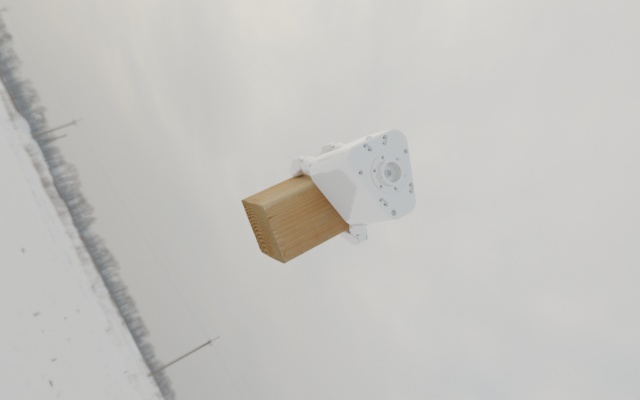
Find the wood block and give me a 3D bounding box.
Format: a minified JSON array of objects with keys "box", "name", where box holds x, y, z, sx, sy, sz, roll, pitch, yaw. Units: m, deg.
[{"box":[0.001,0.003,0.721,0.206,0.091,0.090,-26,17,-24],"name":"wood block"}]
